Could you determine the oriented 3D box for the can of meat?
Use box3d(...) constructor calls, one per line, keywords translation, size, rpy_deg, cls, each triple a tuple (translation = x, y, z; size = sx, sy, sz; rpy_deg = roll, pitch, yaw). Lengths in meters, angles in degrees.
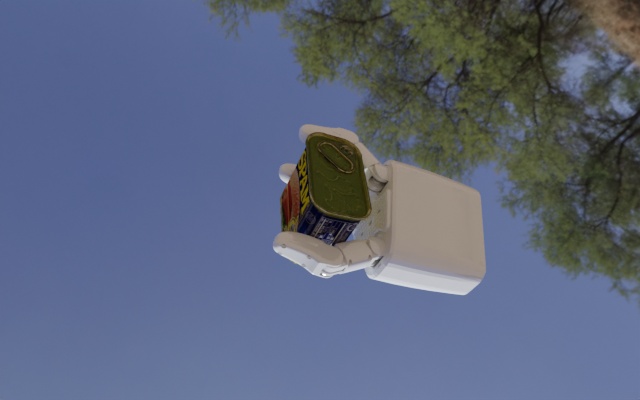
box3d(translation=(0.000, 0.002, 0.451), size=(0.057, 0.102, 0.084), rpy_deg=(12, -45, -19), cls="can of meat")
